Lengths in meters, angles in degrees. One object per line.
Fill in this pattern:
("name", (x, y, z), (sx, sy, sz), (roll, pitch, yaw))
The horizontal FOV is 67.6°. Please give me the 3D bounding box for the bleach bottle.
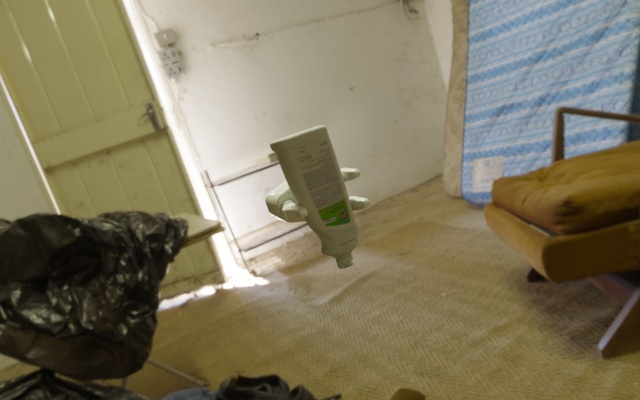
("bleach bottle", (0.000, 0.003, 0.832), (0.102, 0.251, 0.068), (-22, 11, -19))
